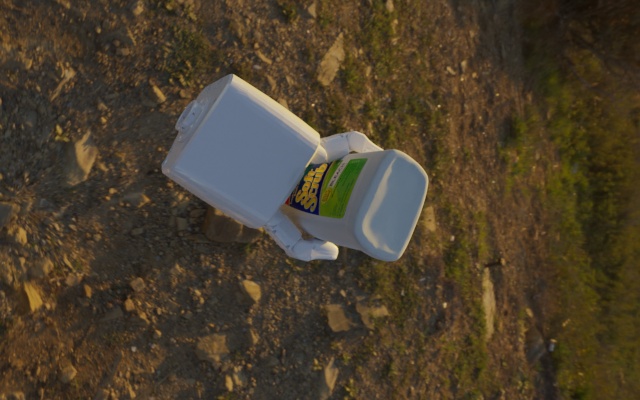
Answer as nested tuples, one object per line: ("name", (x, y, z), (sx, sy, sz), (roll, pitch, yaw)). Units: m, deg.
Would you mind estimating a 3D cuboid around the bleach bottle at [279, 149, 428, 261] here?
("bleach bottle", (0.000, 0.002, 0.530), (0.068, 0.102, 0.251), (33, -17, -29))
